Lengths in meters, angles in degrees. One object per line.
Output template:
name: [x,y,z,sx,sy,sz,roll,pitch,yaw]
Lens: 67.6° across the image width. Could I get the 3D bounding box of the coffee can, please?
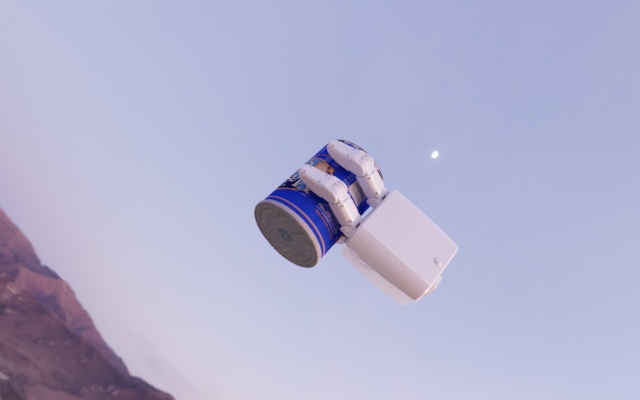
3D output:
coffee can: [0.000,0.002,0.611,0.103,0.103,0.140,0,36,50]
